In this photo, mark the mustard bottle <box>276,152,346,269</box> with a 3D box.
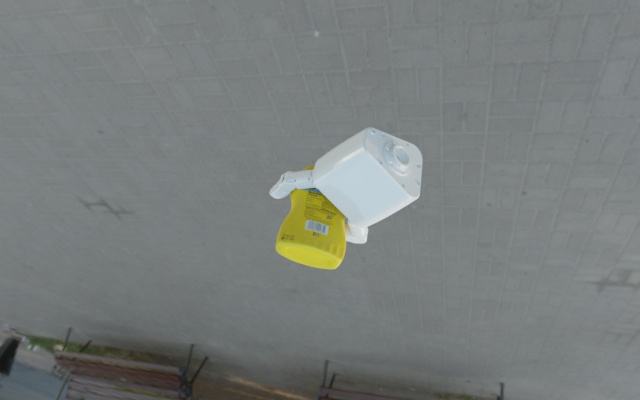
[{"bbox_3d":[0.000,0.003,0.715,0.096,0.191,0.058,16,-35,-5],"label":"mustard bottle"}]
